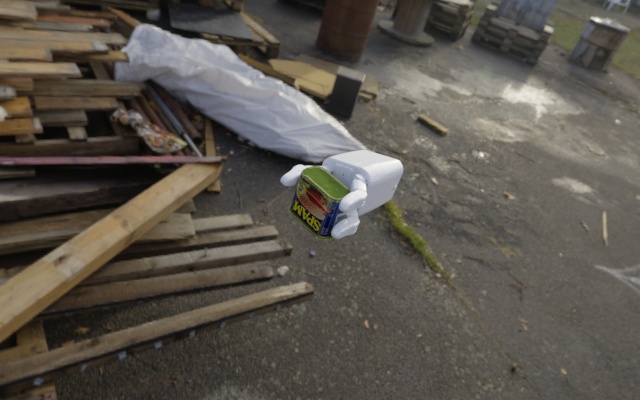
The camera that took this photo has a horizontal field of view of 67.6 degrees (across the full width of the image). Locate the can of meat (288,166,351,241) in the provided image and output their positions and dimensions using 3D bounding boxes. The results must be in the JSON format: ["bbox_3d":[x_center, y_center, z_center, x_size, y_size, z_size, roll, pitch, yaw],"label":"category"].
[{"bbox_3d":[0.000,0.002,0.805,0.057,0.084,0.102,-16,47,-41],"label":"can of meat"}]
